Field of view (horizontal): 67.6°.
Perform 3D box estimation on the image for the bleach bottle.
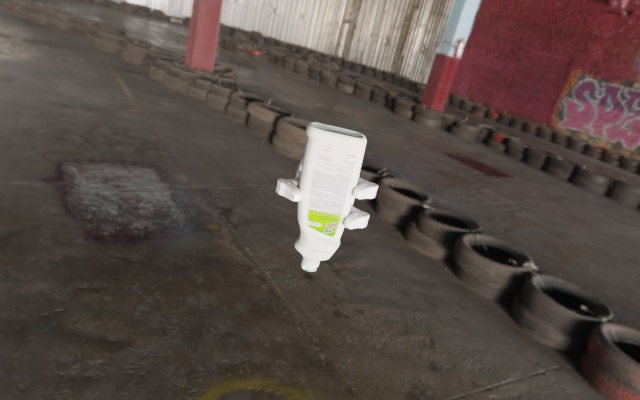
[{"bbox_3d":[0.000,0.003,0.805,0.102,0.251,0.068,13,19,-5],"label":"bleach bottle"}]
